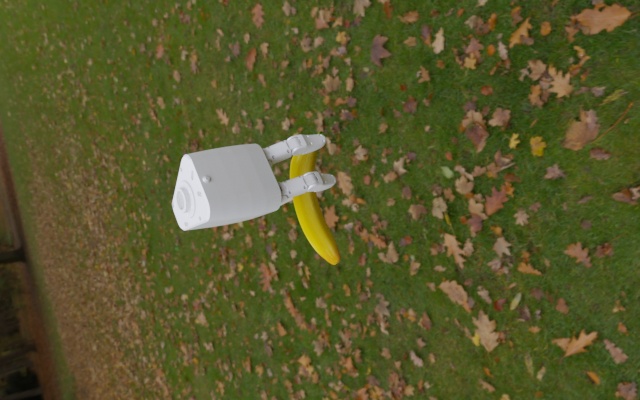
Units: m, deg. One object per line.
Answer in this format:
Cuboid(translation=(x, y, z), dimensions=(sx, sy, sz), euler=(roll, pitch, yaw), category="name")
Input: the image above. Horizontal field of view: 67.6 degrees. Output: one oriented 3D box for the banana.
Cuboid(translation=(-0.013, 0.000, 0.720), dimensions=(0.037, 0.198, 0.069), euler=(-11, 4, -41), category="banana")
